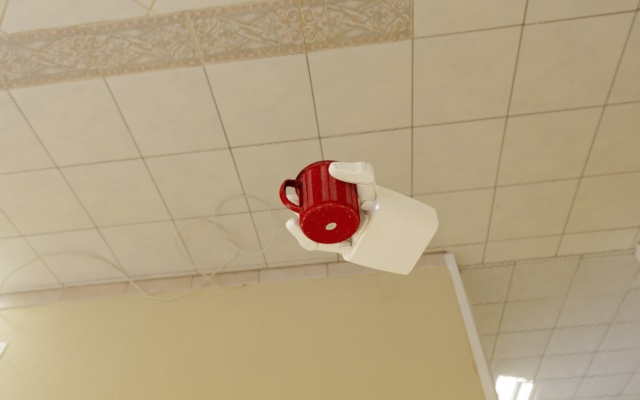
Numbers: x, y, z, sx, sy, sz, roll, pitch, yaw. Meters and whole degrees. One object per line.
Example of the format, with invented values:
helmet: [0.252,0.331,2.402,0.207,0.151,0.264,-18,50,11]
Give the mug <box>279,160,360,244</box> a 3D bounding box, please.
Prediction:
mug: [-0.001,0.002,0.651,0.117,0.081,0.093,17,-50,-19]
